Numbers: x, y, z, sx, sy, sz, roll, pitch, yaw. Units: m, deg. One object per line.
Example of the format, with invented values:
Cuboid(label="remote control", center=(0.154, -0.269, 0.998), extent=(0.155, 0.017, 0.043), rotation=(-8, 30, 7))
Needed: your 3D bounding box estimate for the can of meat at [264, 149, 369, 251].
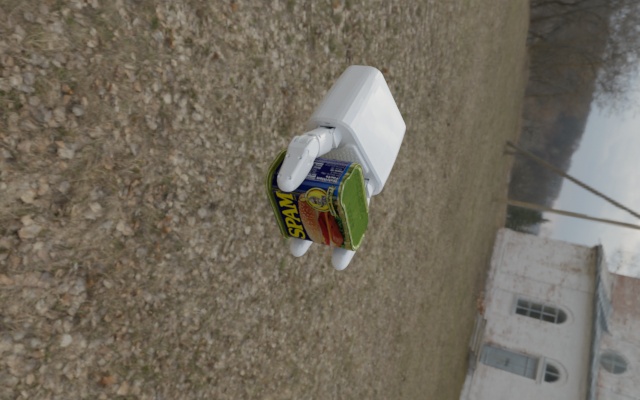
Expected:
Cuboid(label="can of meat", center=(0.000, 0.002, 0.493), extent=(0.084, 0.102, 0.057), rotation=(11, 49, 24))
